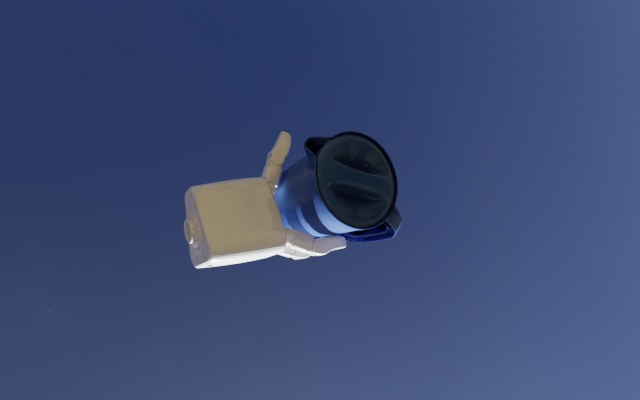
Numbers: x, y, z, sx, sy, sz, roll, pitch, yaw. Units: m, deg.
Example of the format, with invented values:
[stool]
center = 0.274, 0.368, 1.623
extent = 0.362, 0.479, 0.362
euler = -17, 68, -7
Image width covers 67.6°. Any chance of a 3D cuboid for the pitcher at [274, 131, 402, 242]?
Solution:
[pitcher]
center = 0.000, 0.002, 0.725
extent = 0.145, 0.149, 0.243
euler = -7, -8, -32
